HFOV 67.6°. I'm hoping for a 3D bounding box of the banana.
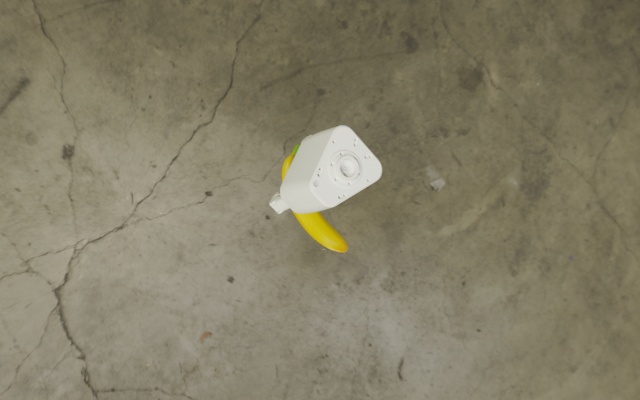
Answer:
[{"bbox_3d":[-0.016,0.007,0.784,0.069,0.198,0.037,-27,6,-27],"label":"banana"}]
